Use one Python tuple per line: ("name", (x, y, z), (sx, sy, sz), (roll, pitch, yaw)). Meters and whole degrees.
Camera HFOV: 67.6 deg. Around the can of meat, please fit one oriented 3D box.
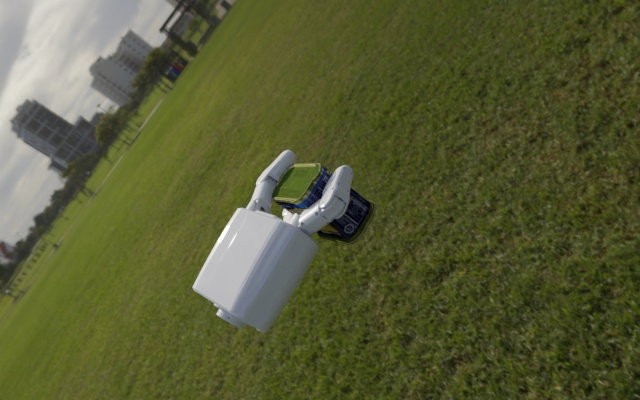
("can of meat", (0.000, 0.002, 0.548), (0.084, 0.057, 0.102), (37, -14, -23))
